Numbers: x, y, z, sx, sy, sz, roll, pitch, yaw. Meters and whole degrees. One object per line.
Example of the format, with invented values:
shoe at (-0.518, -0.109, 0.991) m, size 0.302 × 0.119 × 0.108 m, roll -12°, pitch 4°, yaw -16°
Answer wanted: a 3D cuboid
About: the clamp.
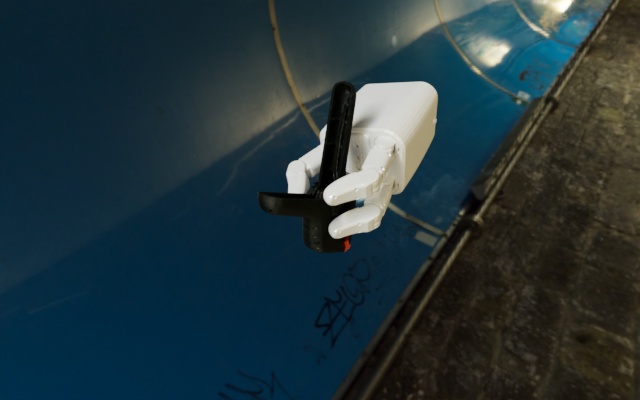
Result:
clamp at (0.000, 0.002, 0.515) m, size 0.036 × 0.164 × 0.210 m, roll 20°, pitch -37°, yaw 24°
